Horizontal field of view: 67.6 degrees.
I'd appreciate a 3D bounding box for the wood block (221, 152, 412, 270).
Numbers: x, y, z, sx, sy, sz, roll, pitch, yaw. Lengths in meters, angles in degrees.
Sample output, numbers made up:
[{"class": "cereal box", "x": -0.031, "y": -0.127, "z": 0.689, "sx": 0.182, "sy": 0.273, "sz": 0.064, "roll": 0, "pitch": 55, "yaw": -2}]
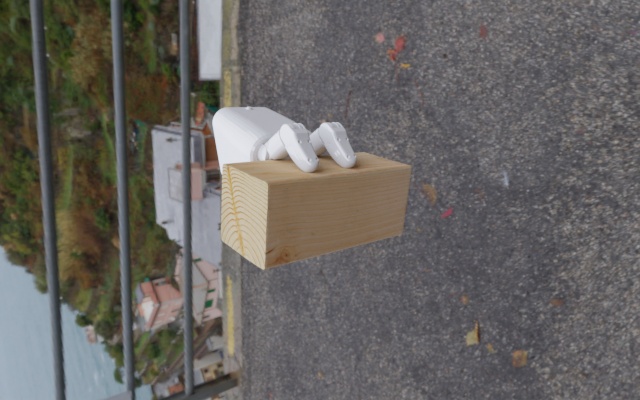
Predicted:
[{"class": "wood block", "x": 0.000, "y": 0.002, "z": 0.547, "sx": 0.206, "sy": 0.091, "sz": 0.090, "roll": -9, "pitch": 22, "yaw": -39}]
